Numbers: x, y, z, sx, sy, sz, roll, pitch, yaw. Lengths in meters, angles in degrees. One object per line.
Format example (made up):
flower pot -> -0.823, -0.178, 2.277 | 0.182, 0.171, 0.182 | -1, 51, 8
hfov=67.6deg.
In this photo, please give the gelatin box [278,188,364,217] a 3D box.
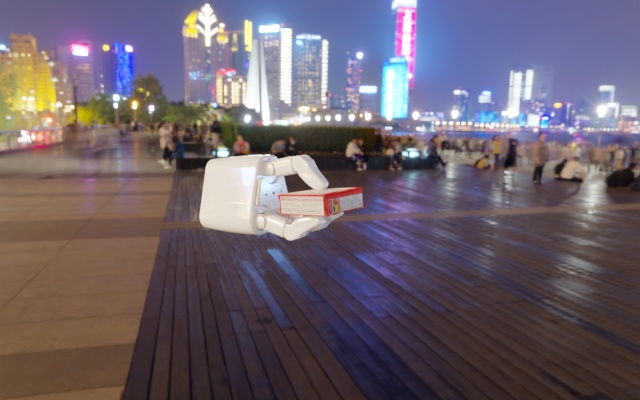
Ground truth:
gelatin box -> 0.000, 0.002, 0.626 | 0.089, 0.030, 0.073 | 0, 7, 45
